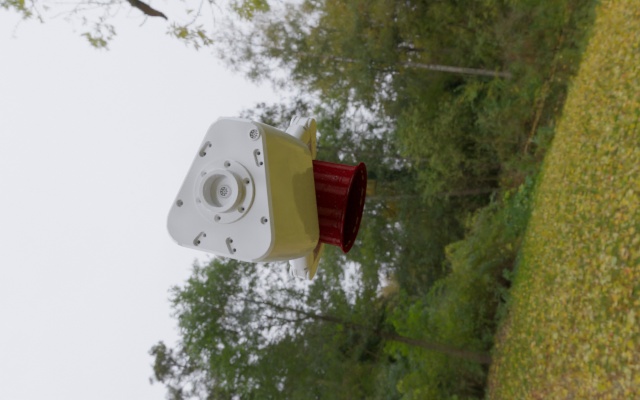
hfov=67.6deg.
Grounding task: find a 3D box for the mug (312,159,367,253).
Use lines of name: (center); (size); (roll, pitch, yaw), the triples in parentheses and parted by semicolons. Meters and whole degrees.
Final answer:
mug: (0.000, 0.002, 0.503); (0.081, 0.093, 0.117); (11, -4, 15)
